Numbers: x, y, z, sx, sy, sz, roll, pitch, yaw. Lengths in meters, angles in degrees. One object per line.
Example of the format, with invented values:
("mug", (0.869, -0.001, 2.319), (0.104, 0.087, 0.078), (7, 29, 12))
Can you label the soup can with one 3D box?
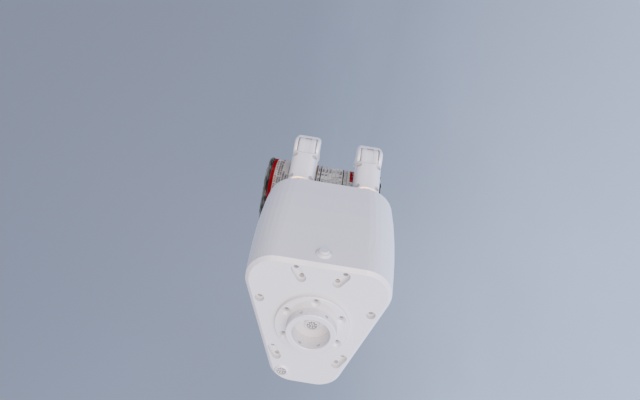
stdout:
("soup can", (0.000, 0.001, 0.441), (0.102, 0.068, 0.068), (9, 0, 1))
